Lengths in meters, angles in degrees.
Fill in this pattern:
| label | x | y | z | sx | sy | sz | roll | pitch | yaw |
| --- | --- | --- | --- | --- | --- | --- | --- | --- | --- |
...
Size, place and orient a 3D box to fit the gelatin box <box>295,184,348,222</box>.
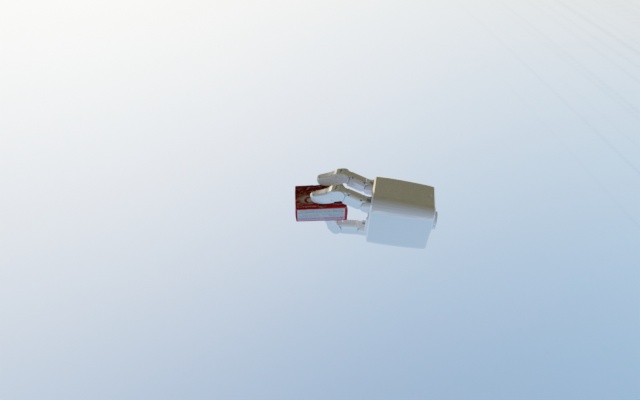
| label | x | y | z | sx | sy | sz | roll | pitch | yaw |
| --- | --- | --- | --- | --- | --- | --- | --- | --- | --- |
| gelatin box | 0.000 | 0.003 | 0.827 | 0.089 | 0.030 | 0.073 | -3 | 36 | -2 |
